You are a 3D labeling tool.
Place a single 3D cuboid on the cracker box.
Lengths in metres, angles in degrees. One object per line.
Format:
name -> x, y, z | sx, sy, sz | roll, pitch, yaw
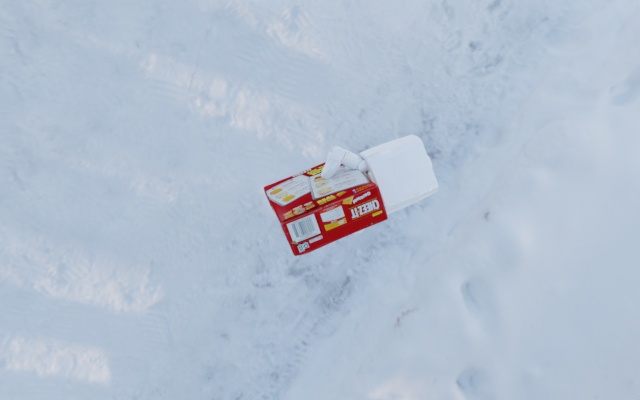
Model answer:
cracker box -> 0.000, 0.003, 0.833 | 0.164, 0.072, 0.213 | -22, 21, -7
